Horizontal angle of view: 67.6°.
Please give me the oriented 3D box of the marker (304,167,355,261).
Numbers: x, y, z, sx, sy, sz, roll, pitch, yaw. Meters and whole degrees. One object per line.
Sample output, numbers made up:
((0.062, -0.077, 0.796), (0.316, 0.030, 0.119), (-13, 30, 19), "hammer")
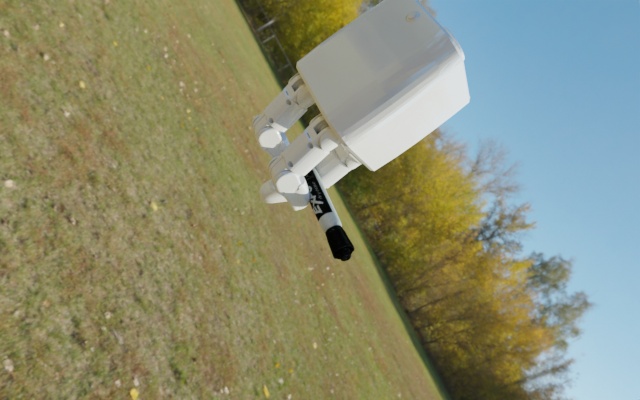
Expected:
((0.000, 0.001, 0.416), (0.020, 0.121, 0.020), (-16, -36, -12), "marker")
